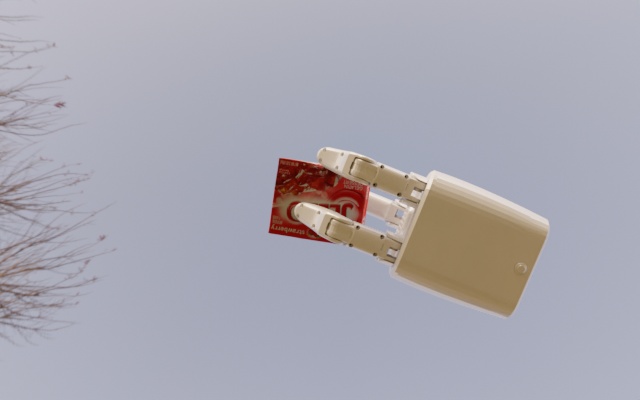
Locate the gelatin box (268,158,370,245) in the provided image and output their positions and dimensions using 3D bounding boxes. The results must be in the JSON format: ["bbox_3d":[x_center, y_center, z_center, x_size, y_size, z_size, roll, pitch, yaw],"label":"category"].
[{"bbox_3d":[0.000,0.001,0.454,0.089,0.073,0.030,9,4,11],"label":"gelatin box"}]
